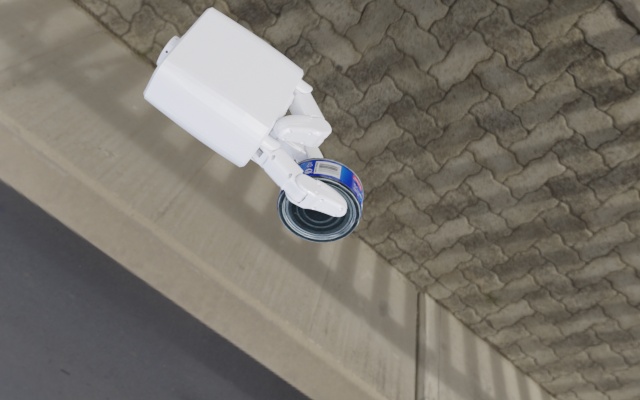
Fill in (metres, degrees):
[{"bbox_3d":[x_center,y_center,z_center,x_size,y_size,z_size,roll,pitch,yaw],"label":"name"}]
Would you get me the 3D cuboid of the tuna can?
[{"bbox_3d":[0.000,0.002,0.481,0.086,0.086,0.033,0,38,8],"label":"tuna can"}]
